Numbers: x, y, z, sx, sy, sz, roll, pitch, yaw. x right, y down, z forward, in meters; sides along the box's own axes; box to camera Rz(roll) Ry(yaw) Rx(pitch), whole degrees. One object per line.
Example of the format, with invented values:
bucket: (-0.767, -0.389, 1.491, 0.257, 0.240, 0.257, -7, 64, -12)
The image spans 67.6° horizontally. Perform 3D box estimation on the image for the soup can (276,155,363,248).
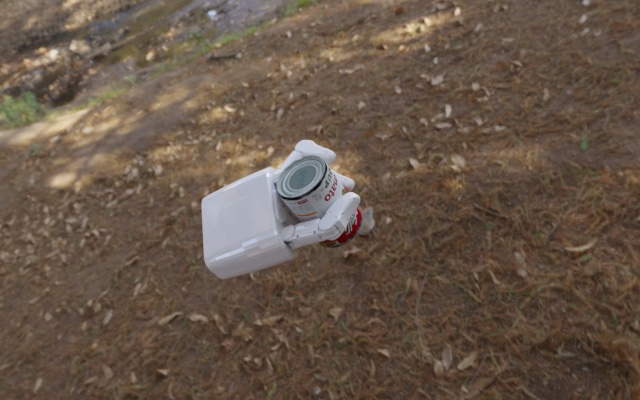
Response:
soup can: (0.000, 0.002, 0.580, 0.068, 0.068, 0.102, 0, -37, 35)
